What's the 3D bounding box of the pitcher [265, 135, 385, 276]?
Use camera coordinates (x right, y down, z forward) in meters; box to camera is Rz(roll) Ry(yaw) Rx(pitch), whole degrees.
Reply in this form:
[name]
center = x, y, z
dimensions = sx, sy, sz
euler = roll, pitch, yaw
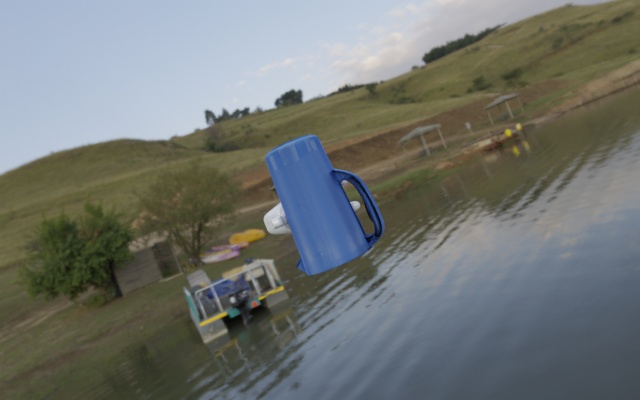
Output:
[pitcher]
center = 0.000, 0.003, 0.886
dimensions = 0.149, 0.243, 0.145
euler = -23, 1, -25
